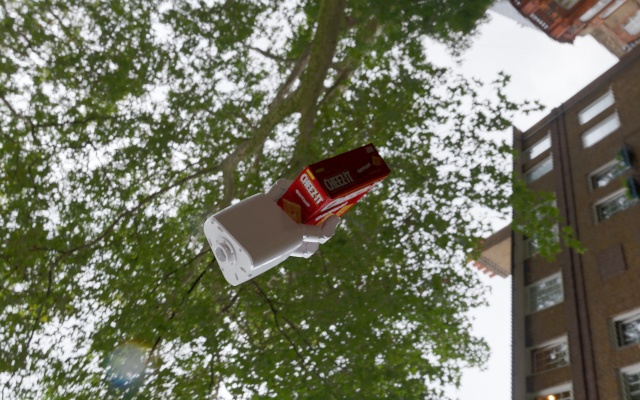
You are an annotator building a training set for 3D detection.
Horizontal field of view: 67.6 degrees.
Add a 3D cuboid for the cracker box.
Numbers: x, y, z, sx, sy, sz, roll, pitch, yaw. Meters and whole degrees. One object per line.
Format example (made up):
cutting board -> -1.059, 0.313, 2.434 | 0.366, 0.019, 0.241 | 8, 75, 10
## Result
cracker box -> 0.000, 0.003, 0.836 | 0.164, 0.072, 0.214 | -24, -14, -43
